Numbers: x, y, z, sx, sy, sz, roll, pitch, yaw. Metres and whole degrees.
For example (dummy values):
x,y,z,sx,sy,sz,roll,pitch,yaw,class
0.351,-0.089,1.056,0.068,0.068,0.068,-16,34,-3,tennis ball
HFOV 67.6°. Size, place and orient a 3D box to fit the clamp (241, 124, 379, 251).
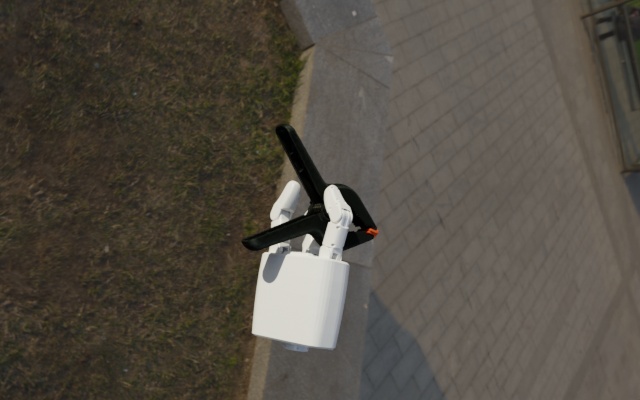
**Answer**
x,y,z,sx,sy,sz,roll,pitch,yaw,class
0.001,0.002,0.637,0.210,0.164,0.036,18,-13,-38,clamp
